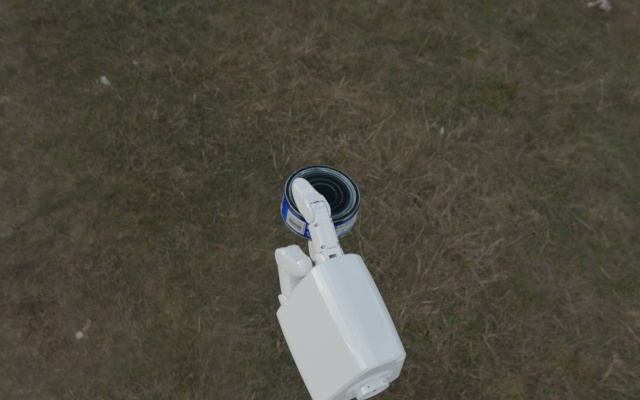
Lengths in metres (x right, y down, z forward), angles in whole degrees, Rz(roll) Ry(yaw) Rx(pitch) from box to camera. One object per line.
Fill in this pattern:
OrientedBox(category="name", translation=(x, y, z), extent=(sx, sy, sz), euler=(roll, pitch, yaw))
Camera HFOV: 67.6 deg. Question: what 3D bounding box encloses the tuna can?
OrientedBox(category="tuna can", translation=(0.000, 0.001, 0.526), extent=(0.086, 0.086, 0.034), euler=(0, -39, -11))
